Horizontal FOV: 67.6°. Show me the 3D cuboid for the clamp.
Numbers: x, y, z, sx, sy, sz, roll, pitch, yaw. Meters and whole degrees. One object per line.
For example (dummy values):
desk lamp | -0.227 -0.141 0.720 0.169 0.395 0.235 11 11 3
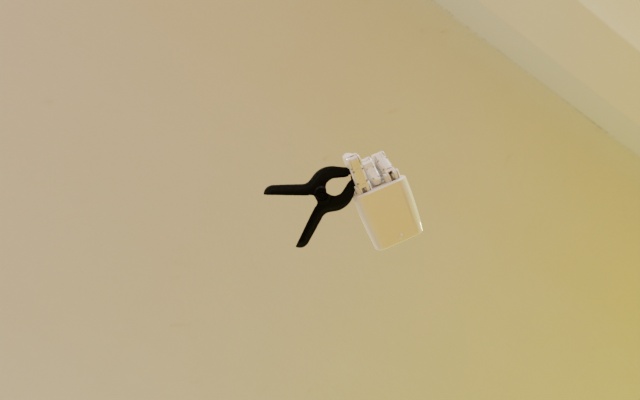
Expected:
clamp | 0.000 0.003 0.832 0.171 0.120 0.039 -23 6 -3
